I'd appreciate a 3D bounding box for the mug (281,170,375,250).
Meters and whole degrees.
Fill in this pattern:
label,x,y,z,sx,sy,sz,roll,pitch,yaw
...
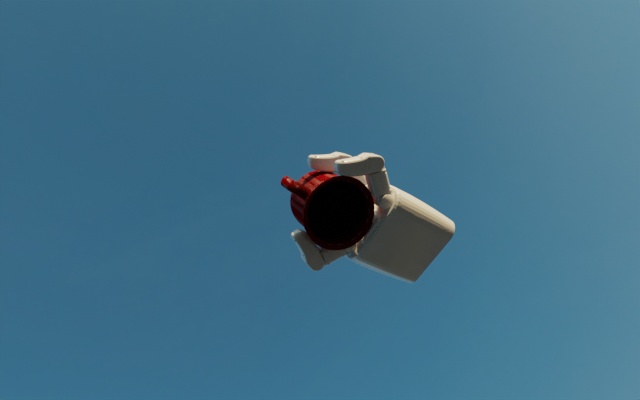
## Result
label,x,y,z,sx,sy,sz,roll,pitch,yaw
mug,-0.001,0.001,0.604,0.117,0.093,0.081,27,3,-24
